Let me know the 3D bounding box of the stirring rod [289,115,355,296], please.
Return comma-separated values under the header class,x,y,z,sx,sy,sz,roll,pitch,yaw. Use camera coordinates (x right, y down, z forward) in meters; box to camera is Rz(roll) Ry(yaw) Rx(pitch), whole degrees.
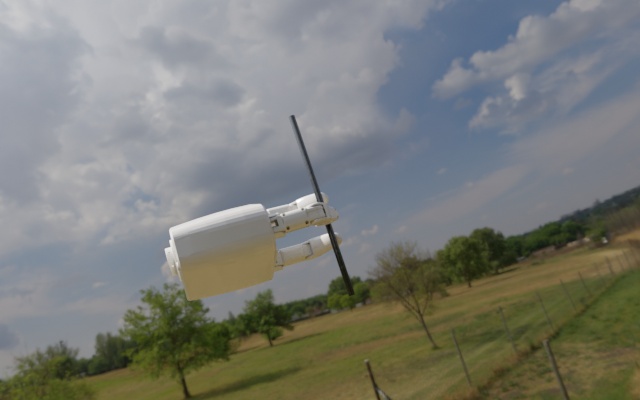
class,x,y,z,sx,sy,sz,roll,pitch,yaw
stirring rod,0.000,0.002,0.594,0.011,0.239,0.011,-18,-13,-4
